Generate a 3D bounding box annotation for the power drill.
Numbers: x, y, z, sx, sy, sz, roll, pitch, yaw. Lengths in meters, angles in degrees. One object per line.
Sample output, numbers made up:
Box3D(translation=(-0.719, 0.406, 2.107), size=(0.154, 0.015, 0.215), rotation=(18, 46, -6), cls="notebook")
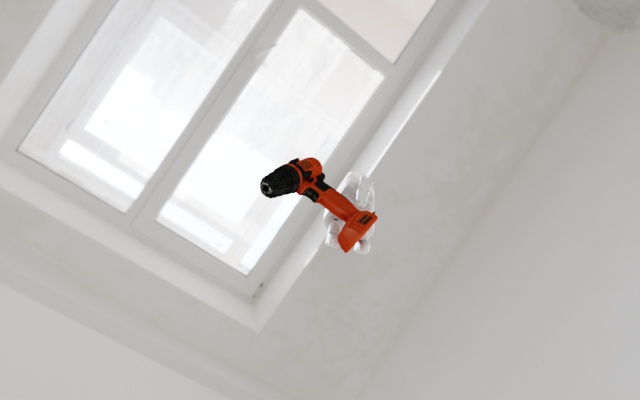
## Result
Box3D(translation=(0.001, 0.003, 0.825), size=(0.187, 0.057, 0.184), rotation=(43, 29, 8), cls="power drill")
